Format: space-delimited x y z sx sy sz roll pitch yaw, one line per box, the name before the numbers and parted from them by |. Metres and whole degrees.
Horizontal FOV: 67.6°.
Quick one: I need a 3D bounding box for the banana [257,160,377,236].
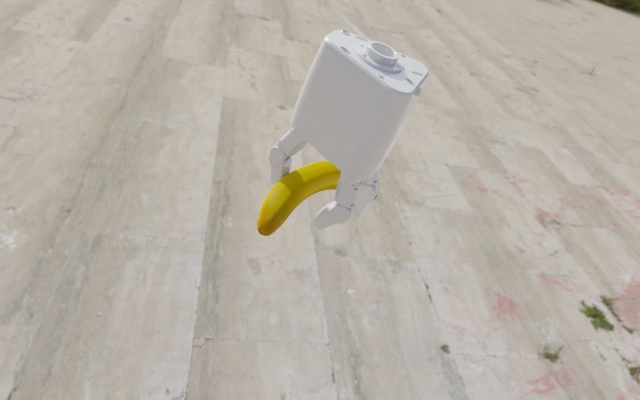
banana | -0.008 -0.013 0.583 0.198 0.069 0.037 -17 -27 -41
